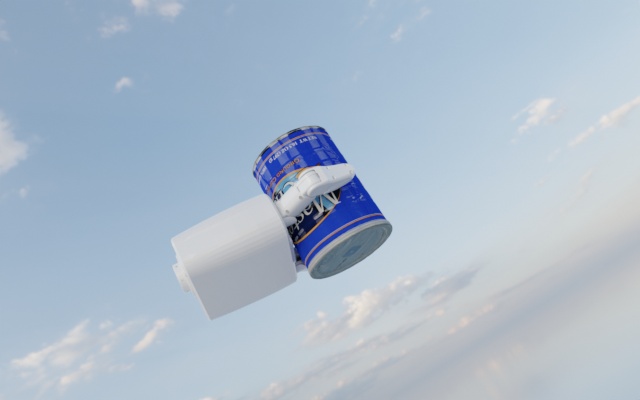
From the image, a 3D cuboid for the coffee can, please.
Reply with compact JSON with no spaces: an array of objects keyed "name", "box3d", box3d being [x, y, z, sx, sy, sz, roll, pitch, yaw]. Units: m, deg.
[{"name":"coffee can","box3d":[0.000,0.002,0.537,0.103,0.140,0.103,-27,-24,-13]}]
